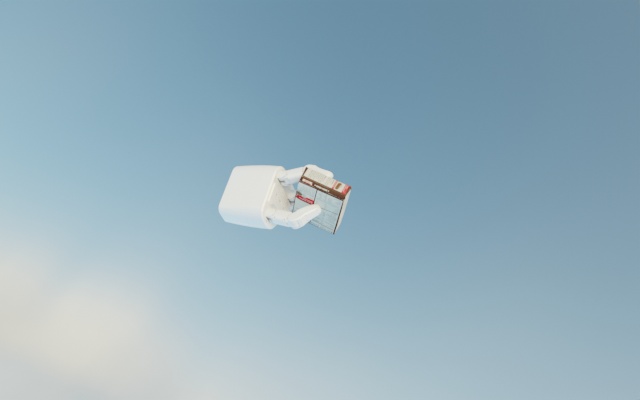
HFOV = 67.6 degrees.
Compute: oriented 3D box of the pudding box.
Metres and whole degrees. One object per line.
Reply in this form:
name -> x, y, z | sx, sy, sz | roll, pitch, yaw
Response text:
pudding box -> 0.000, 0.003, 0.857 | 0.090, 0.039, 0.114 | 24, -35, 7
